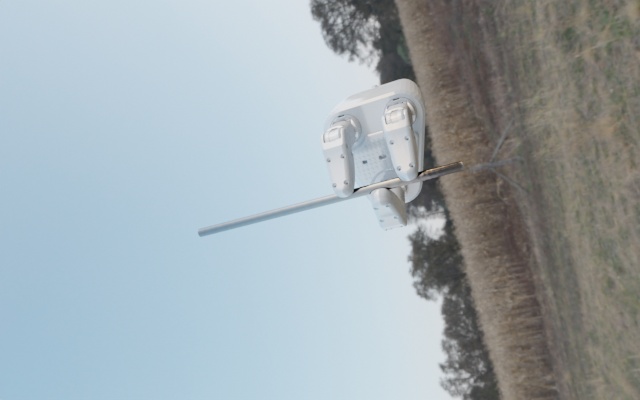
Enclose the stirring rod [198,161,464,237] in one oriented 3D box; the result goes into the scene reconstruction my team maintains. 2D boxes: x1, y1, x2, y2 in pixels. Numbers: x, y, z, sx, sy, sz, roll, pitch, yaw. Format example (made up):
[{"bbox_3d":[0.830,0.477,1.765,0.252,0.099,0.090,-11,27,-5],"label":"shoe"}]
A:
[{"bbox_3d":[0.000,0.001,0.409,0.239,0.011,0.011,-14,-4,17],"label":"stirring rod"}]
